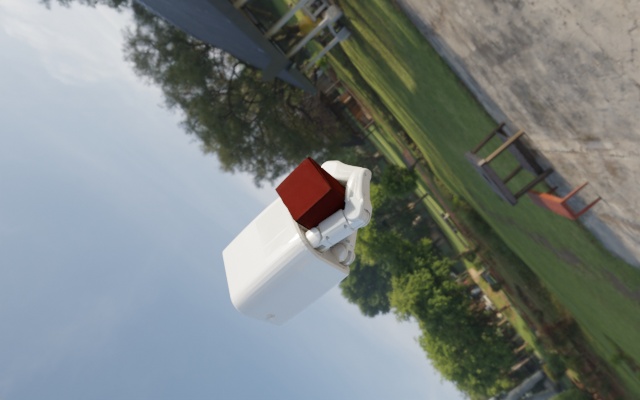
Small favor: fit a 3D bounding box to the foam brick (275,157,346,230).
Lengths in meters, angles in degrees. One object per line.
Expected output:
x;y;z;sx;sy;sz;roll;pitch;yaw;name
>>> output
0.000;0.001;0.507;0.051;0.053;0.078;-41;-37;10;foam brick
